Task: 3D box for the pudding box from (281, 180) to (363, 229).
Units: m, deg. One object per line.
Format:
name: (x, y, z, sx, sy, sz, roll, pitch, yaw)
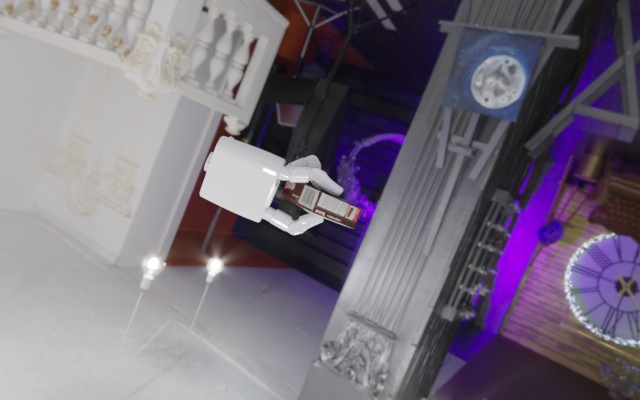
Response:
pudding box: (0.000, 0.003, 0.777, 0.090, 0.039, 0.113, 22, 4, -32)
